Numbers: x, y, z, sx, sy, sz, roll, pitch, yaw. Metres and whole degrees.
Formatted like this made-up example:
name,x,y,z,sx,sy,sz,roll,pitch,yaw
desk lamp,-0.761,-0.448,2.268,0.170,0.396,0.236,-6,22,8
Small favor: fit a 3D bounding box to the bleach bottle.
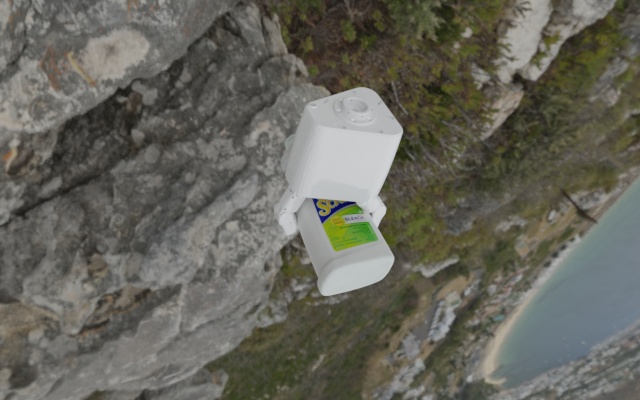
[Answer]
name,x,y,z,sx,sy,sz,roll,pitch,yaw
bleach bottle,0.000,0.002,0.654,0.102,0.250,0.068,-10,-38,-25
